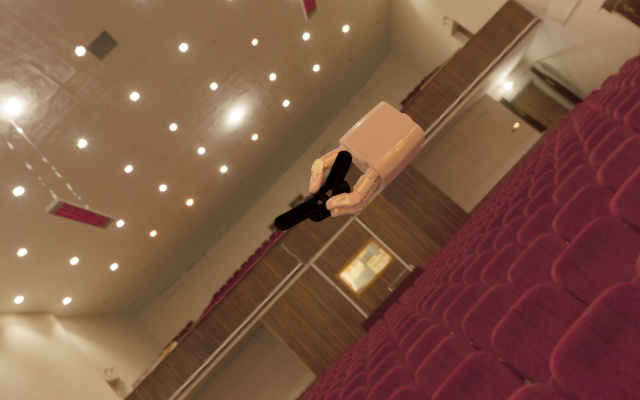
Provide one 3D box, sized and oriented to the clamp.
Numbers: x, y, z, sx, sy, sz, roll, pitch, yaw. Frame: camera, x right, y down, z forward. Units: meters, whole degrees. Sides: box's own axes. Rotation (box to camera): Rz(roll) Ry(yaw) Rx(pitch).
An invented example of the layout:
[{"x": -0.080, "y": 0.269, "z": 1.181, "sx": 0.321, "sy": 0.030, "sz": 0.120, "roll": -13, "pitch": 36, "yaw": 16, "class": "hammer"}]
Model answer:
[{"x": 0.000, "y": 0.002, "z": 0.832, "sx": 0.164, "sy": 0.036, "sz": 0.210, "roll": -43, "pitch": -15, "yaw": -3, "class": "clamp"}]
